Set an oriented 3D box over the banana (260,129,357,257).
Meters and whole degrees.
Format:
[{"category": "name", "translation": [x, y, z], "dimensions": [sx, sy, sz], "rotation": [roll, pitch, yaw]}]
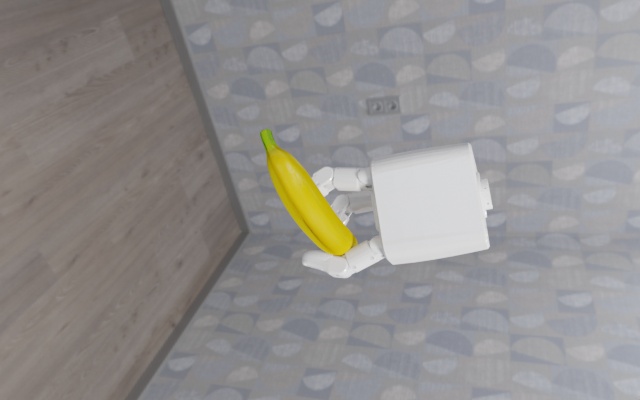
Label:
[{"category": "banana", "translation": [-0.002, 0.012, 0.507], "dimensions": [0.037, 0.069, 0.198], "rotation": [-20, -51, 19]}]
